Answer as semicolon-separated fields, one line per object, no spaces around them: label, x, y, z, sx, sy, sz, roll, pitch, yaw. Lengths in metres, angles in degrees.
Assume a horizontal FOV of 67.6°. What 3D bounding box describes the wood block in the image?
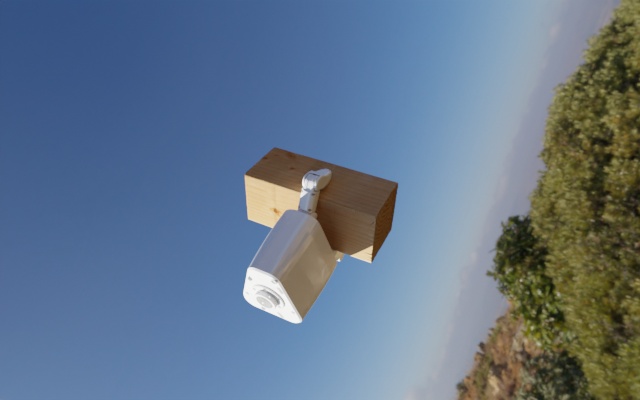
wood block;0.000;0.002;0.712;0.206;0.091;0.090;18;40;20
